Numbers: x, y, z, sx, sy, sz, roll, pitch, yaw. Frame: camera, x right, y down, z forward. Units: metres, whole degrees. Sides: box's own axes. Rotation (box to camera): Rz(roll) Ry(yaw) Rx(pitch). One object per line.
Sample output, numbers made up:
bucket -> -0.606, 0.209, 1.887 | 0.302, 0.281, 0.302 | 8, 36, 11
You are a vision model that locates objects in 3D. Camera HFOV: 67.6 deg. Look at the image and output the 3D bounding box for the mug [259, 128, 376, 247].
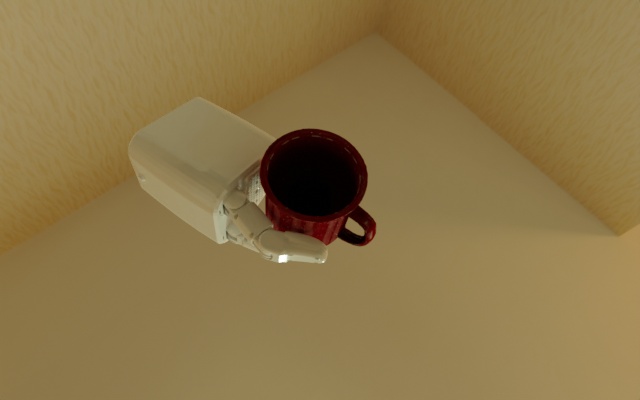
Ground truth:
mug -> 0.001, 0.002, 0.439 | 0.117, 0.093, 0.081 | 33, -27, 10
